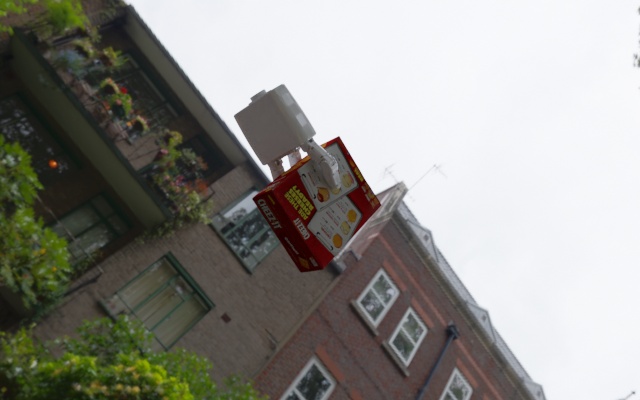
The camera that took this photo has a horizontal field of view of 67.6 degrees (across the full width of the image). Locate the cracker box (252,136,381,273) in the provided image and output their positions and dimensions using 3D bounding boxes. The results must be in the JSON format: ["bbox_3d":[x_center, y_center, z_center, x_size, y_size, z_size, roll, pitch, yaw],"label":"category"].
[{"bbox_3d":[0.000,0.003,0.876,0.072,0.164,0.213,-20,17,47],"label":"cracker box"}]
